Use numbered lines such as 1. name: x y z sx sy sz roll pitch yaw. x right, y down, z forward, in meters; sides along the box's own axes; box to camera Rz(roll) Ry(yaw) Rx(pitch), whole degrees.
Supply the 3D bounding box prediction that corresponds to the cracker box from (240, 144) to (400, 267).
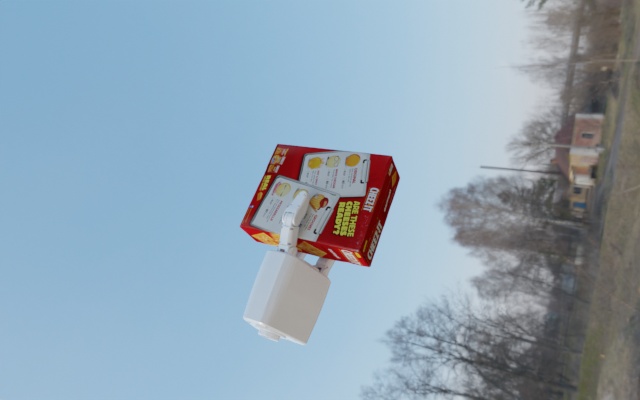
1. cracker box: 0.000 0.002 0.763 0.213 0.164 0.072 10 -25 28
